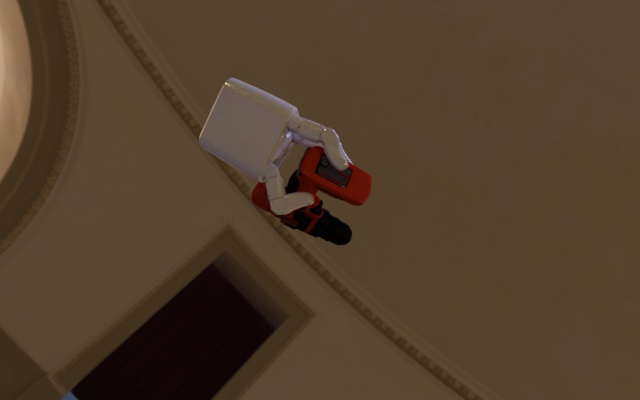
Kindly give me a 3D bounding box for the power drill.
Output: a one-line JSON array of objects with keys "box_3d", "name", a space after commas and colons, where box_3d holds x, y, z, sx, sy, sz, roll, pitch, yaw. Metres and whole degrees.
[{"box_3d": [0.000, 0.002, 0.732, 0.184, 0.057, 0.188, 27, -30, -15], "name": "power drill"}]
